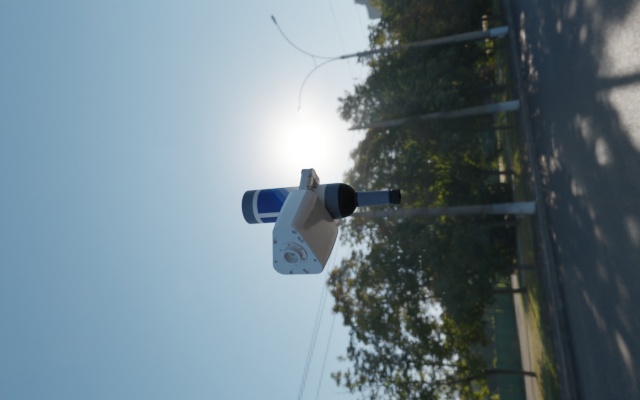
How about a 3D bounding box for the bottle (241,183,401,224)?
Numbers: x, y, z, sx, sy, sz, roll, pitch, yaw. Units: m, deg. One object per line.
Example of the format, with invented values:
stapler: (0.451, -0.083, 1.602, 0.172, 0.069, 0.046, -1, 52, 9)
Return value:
bottle: (0.000, 0.003, 0.883, 0.296, 0.069, 0.069, -4, -1, 19)
